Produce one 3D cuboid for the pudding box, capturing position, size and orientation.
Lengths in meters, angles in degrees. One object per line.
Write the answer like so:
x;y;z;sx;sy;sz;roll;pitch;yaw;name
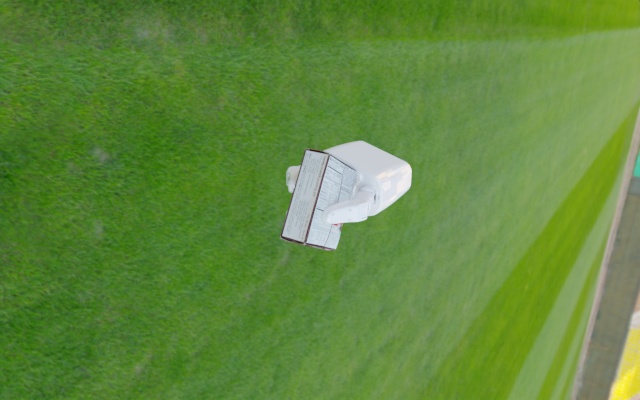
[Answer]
0.000;0.002;0.587;0.039;0.113;0.090;12;-5;28;pudding box
